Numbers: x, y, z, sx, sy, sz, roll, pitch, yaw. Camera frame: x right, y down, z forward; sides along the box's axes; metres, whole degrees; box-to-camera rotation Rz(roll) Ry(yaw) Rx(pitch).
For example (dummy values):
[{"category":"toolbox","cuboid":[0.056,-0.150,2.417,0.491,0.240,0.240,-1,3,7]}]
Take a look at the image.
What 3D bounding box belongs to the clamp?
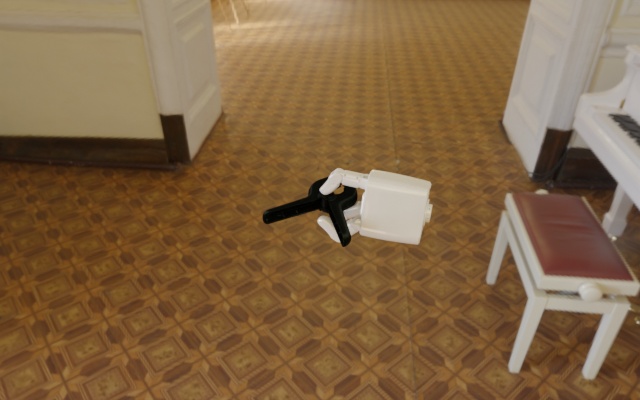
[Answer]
[{"category":"clamp","cuboid":[0.001,0.002,0.883,0.164,0.036,0.210,12,35,14]}]
